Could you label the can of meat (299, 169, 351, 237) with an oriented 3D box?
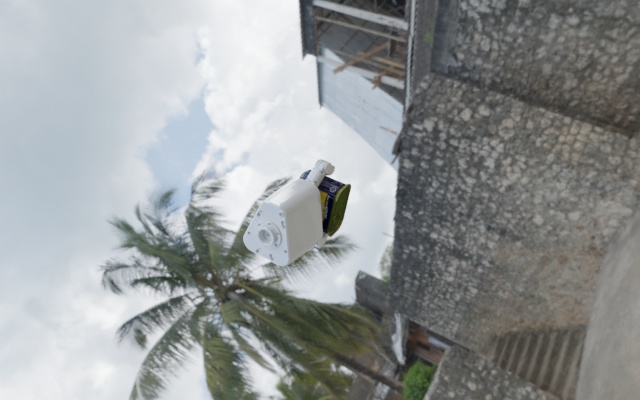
[{"bbox_3d":[0.000,0.003,0.868,0.084,0.102,0.057,24,34,19],"label":"can of meat"}]
